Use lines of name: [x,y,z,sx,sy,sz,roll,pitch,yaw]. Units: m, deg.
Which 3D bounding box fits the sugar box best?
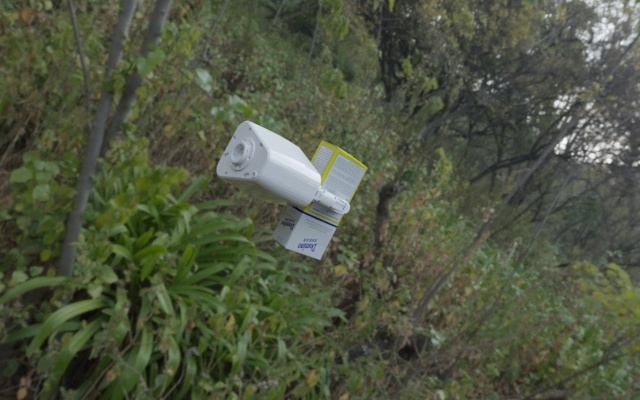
sugar box: [0.000,0.002,0.773,0.048,0.176,0.093,32,4,43]
